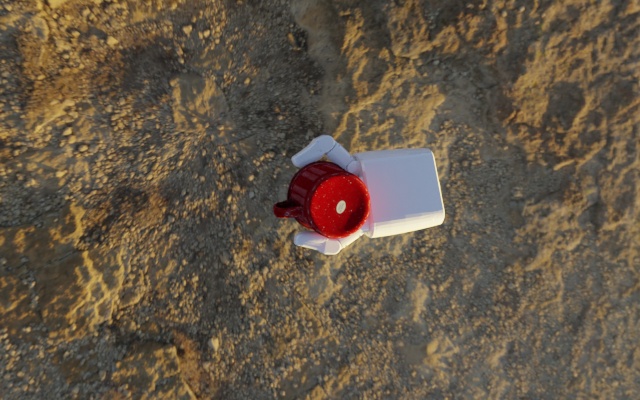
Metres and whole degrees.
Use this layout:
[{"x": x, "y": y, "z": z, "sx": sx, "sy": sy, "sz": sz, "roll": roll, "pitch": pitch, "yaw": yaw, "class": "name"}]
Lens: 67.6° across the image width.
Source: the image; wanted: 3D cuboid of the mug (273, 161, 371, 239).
[{"x": -0.001, "y": 0.002, "z": 0.586, "sx": 0.117, "sy": 0.093, "sz": 0.081, "roll": -9, "pitch": 11, "yaw": -13, "class": "mug"}]
